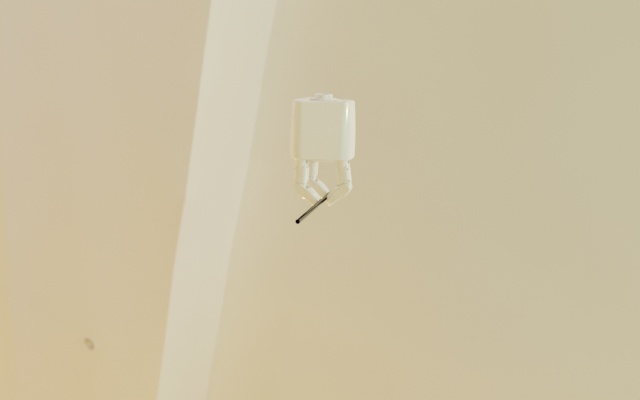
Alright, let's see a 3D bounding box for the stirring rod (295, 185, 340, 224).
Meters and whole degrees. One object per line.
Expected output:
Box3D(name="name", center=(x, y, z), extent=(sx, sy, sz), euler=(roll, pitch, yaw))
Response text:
Box3D(name="stirring rod", center=(0.000, 0.003, 0.877), extent=(0.011, 0.011, 0.239), euler=(0, 15, 19))
